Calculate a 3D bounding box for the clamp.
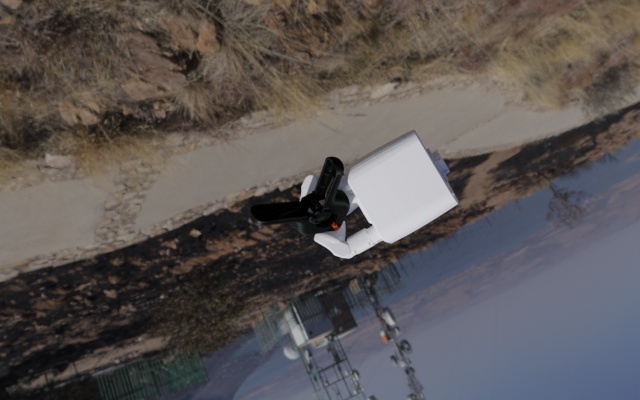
[{"bbox_3d":[0.000,0.003,0.592,0.120,0.039,0.171,-30,-20,17],"label":"clamp"}]
